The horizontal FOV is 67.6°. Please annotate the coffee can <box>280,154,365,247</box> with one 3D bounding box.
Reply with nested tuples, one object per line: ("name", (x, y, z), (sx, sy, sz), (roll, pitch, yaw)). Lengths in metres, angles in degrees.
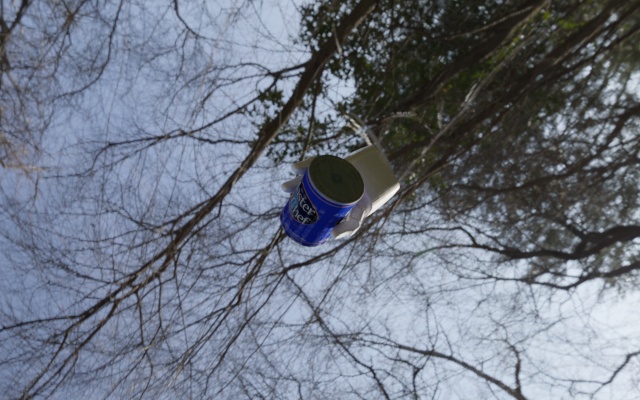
("coffee can", (0.000, 0.003, 0.841), (0.103, 0.102, 0.140), (0, -35, -30))
